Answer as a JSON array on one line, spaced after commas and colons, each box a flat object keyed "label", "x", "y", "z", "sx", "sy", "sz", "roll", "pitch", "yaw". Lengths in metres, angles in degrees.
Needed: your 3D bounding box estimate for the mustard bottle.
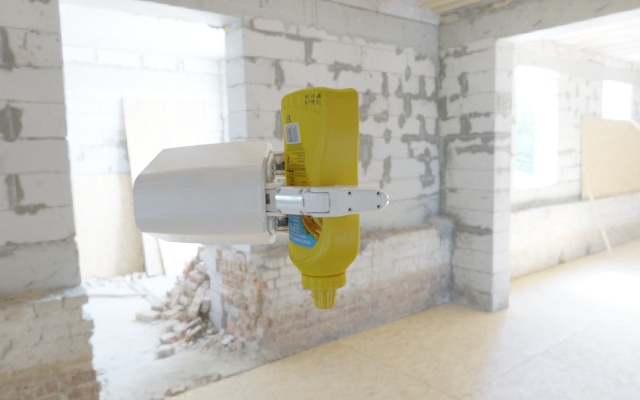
[{"label": "mustard bottle", "x": 0.000, "y": 0.001, "z": 0.423, "sx": 0.058, "sy": 0.191, "sz": 0.096, "roll": -4, "pitch": 7, "yaw": -26}]
